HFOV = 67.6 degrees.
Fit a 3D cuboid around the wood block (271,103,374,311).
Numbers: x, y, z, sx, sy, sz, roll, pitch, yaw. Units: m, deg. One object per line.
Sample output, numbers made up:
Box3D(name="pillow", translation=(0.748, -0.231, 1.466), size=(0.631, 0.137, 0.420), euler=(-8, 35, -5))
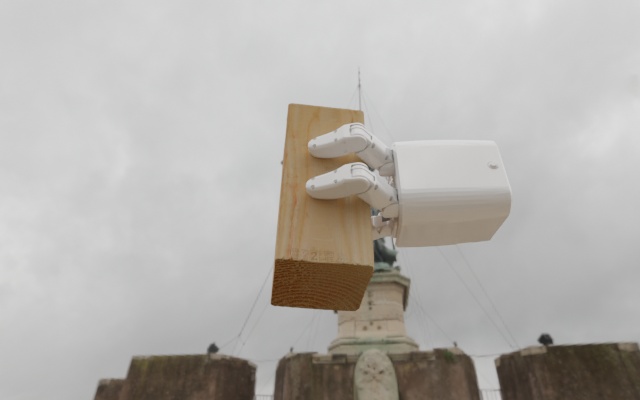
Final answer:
Box3D(name="wood block", translation=(0.000, 0.002, 0.507), size=(0.090, 0.206, 0.091), euler=(5, -40, -4))
